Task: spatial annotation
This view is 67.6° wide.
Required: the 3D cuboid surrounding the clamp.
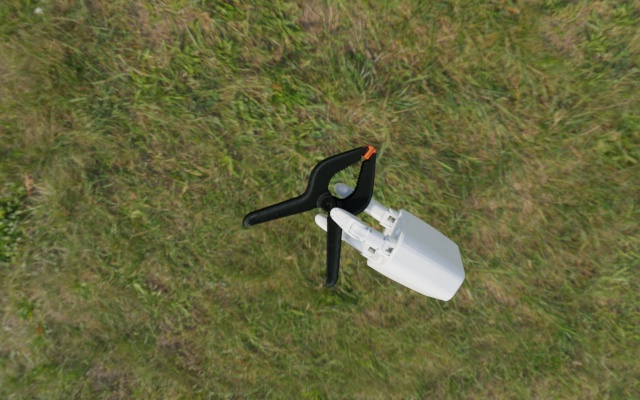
[{"bbox_3d":[0.001,0.002,0.680,0.164,0.210,0.036,30,8,-9],"label":"clamp"}]
